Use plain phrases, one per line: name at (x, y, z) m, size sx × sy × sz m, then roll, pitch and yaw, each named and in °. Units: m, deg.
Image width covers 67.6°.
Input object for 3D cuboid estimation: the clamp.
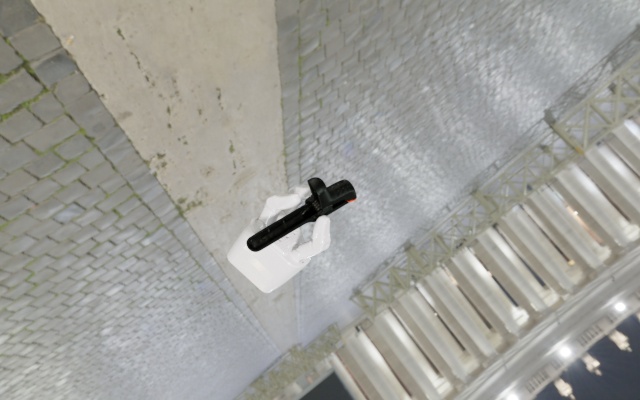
clamp at (0.001, 0.003, 0.726) m, size 0.210 × 0.036 × 0.165 m, roll -22°, pitch -17°, yaw -49°
